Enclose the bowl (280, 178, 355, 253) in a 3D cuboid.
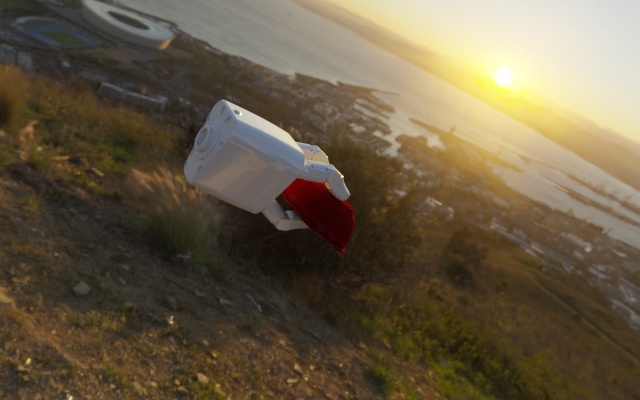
[{"bbox_3d":[0.001,0.003,0.714,0.055,0.162,0.162,-44,-6,6],"label":"bowl"}]
